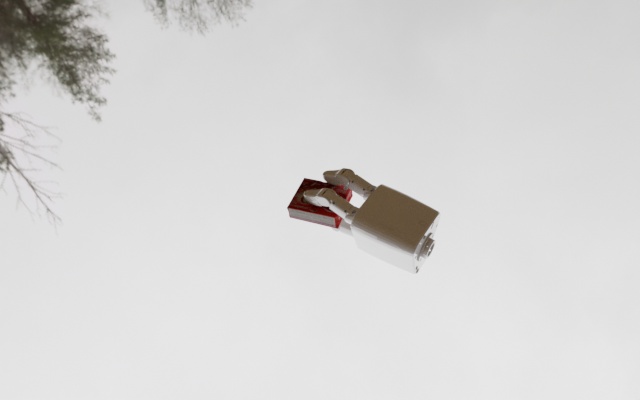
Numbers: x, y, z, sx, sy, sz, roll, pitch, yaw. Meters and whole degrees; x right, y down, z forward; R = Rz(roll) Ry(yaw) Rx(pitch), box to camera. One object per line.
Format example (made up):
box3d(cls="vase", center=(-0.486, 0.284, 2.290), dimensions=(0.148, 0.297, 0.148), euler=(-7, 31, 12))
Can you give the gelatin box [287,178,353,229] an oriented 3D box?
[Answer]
box3d(cls="gelatin box", center=(0.000, 0.003, 0.790), dimensions=(0.089, 0.073, 0.030), euler=(12, -40, 19))
